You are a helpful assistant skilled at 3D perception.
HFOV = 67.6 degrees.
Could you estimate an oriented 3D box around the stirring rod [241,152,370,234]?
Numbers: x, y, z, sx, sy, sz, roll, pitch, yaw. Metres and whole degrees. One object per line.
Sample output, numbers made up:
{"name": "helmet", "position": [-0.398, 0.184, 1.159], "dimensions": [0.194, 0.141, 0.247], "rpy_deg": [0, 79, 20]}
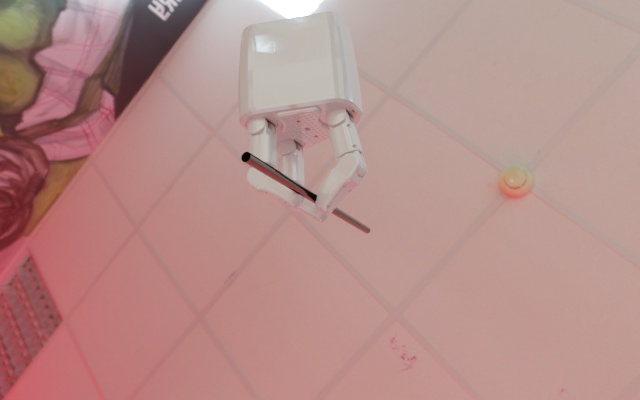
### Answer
{"name": "stirring rod", "position": [0.000, 0.001, 0.444], "dimensions": [0.011, 0.011, 0.239], "rpy_deg": [0, -16, 27]}
